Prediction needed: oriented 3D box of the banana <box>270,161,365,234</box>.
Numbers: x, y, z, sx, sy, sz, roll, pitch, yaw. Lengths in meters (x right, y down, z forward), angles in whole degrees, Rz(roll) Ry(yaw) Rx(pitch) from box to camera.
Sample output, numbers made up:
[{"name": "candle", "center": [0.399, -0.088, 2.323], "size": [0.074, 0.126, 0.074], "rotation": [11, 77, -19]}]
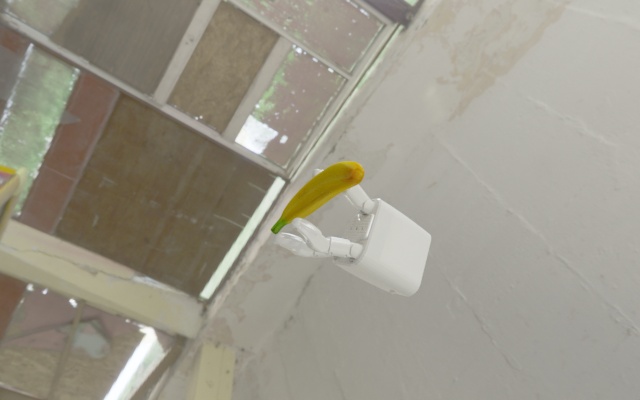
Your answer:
[{"name": "banana", "center": [0.004, -0.010, 0.631], "size": [0.037, 0.069, 0.198], "rotation": [35, -40, -16]}]
